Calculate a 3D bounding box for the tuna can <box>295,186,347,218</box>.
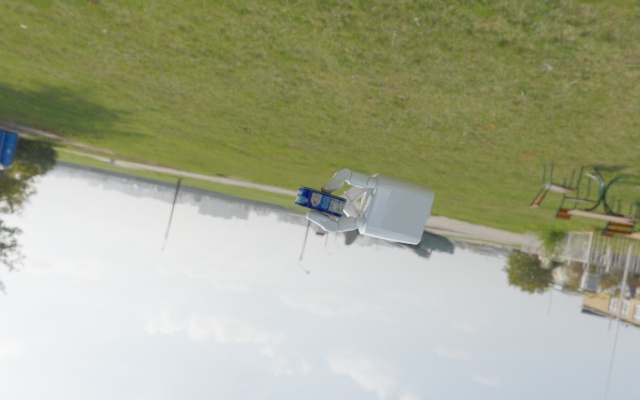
[{"bbox_3d":[0.000,0.003,0.821,0.086,0.034,0.086,16,-2,0],"label":"tuna can"}]
